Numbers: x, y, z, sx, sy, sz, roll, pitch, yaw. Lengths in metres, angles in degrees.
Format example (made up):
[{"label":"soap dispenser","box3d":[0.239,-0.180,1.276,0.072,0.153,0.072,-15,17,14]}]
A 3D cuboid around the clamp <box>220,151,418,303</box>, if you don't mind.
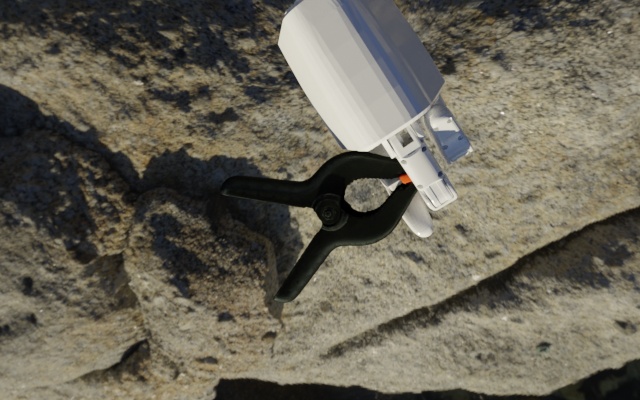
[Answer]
[{"label":"clamp","box3d":[0.000,0.001,0.400,0.171,0.120,0.039,-33,10,14]}]
